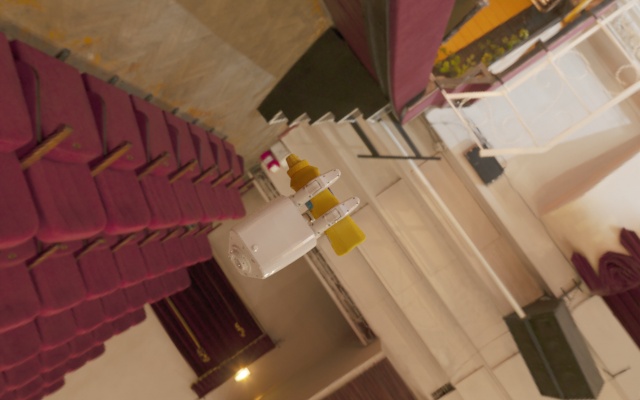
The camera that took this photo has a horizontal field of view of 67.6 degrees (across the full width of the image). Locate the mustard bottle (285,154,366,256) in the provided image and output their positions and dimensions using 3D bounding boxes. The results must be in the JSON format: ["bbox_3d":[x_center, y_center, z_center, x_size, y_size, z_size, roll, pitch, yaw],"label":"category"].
[{"bbox_3d":[0.001,0.003,0.816,0.058,0.191,0.096,-35,-3,-5],"label":"mustard bottle"}]
